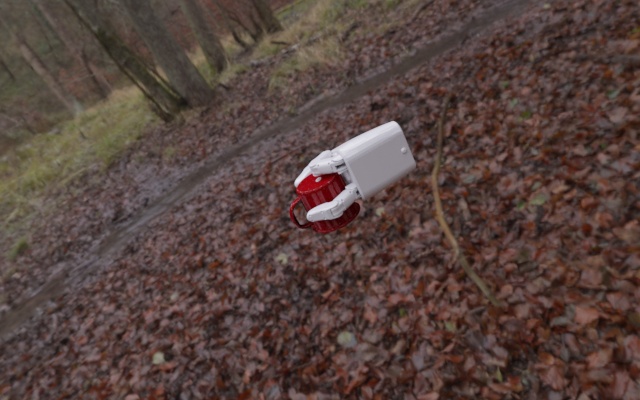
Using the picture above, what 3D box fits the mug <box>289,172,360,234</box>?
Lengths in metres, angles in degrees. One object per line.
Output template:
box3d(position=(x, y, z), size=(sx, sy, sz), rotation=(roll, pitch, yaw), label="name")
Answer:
box3d(position=(-0.001, 0.003, 0.818), size=(0.117, 0.081, 0.093), rotation=(-30, 23, -6), label="mug")
